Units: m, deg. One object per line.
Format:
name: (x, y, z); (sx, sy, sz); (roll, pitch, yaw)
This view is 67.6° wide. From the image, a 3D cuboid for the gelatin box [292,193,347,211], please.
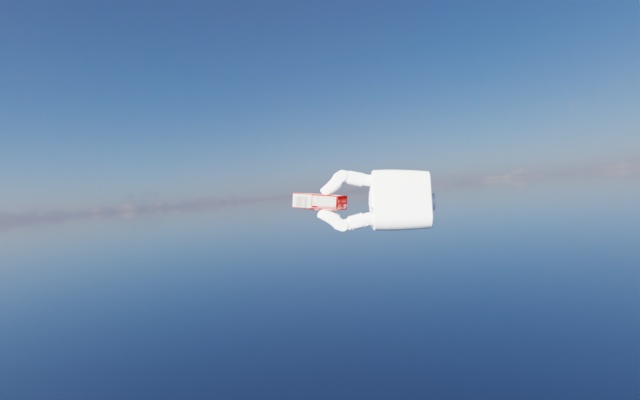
gelatin box: (0.000, 0.002, 0.899); (0.089, 0.030, 0.073); (4, 1, 16)
